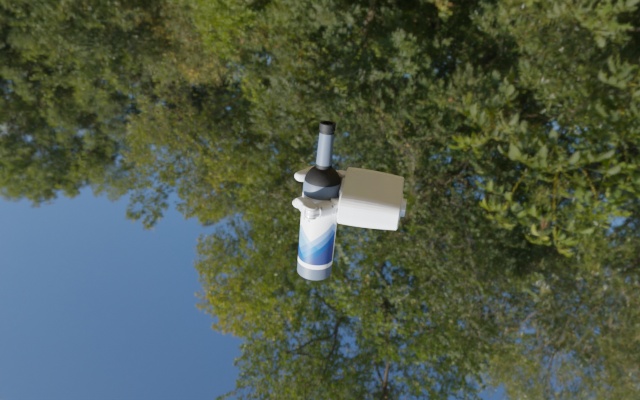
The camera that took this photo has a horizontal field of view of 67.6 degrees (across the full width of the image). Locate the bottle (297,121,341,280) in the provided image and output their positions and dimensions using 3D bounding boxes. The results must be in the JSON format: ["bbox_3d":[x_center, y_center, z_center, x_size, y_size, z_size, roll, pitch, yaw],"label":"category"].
[{"bbox_3d":[0.000,0.003,0.861,0.069,0.296,0.069,4,25,-2],"label":"bottle"}]
